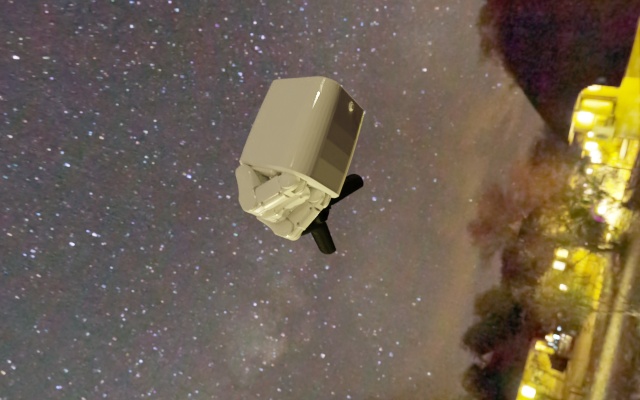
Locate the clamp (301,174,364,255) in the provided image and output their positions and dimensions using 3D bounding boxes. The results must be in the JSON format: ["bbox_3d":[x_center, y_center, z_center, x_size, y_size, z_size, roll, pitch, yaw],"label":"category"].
[{"bbox_3d":[-0.001,0.002,0.620,0.039,0.120,0.171,19,-7,29],"label":"clamp"}]
